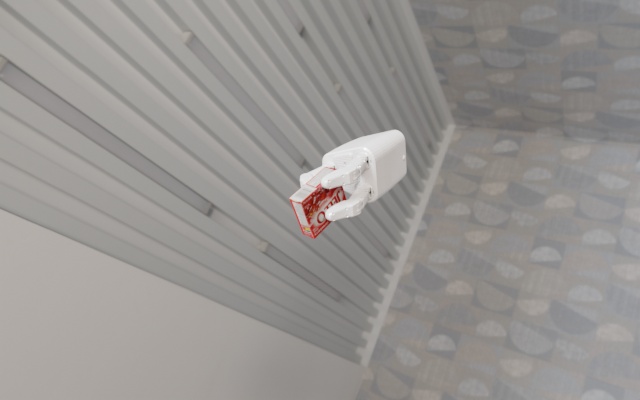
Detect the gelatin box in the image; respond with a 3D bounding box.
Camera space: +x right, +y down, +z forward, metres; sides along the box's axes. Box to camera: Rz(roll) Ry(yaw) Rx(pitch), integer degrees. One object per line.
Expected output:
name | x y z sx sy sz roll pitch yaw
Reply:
gelatin box | 0.000 0.002 0.734 0.030 0.073 0.089 18 49 40
